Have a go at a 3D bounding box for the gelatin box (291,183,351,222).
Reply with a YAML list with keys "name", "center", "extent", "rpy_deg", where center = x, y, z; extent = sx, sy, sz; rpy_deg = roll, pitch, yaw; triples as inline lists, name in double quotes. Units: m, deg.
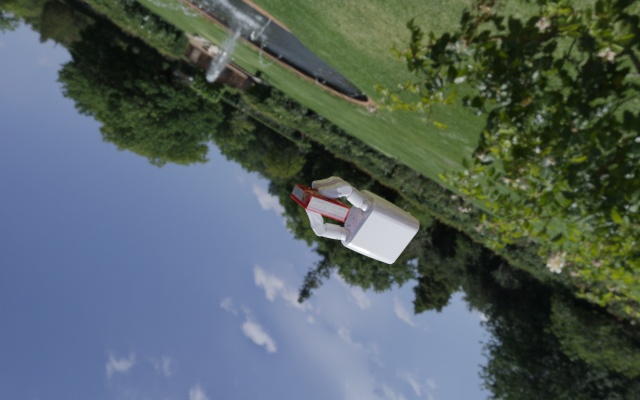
- name: "gelatin box"
  center: [0.000, 0.003, 0.869]
  extent: [0.089, 0.030, 0.073]
  rpy_deg: [18, 10, -30]
